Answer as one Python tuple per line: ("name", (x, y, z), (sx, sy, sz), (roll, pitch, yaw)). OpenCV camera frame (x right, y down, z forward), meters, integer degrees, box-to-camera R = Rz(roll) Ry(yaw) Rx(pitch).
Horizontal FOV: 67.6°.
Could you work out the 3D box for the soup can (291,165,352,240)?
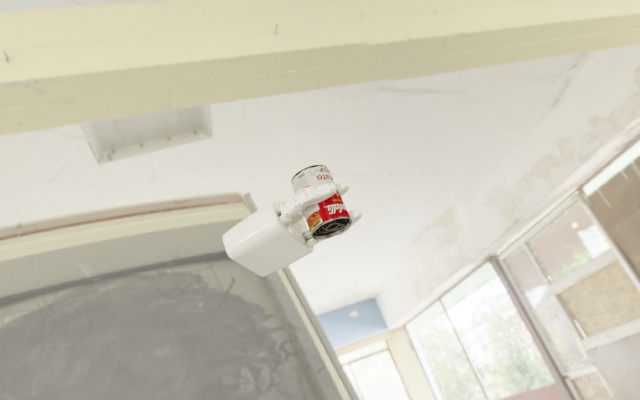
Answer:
("soup can", (0.000, 0.002, 0.764), (0.068, 0.102, 0.068), (-19, -25, -9))
